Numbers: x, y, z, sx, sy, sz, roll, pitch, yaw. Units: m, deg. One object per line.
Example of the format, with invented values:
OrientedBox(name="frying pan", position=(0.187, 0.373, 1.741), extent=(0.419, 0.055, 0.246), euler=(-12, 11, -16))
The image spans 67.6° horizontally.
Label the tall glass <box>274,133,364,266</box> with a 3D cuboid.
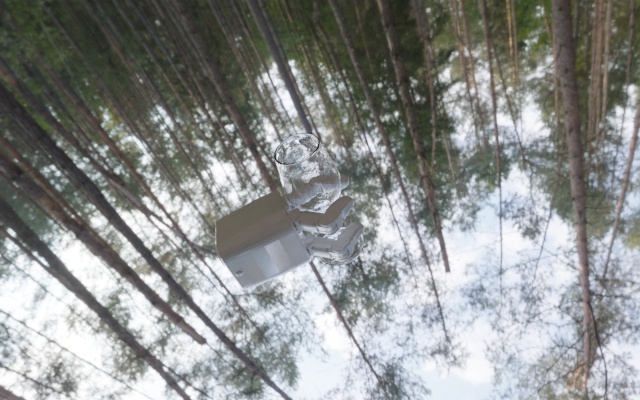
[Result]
OrientedBox(name="tall glass", position=(0.000, 0.003, 0.668), extent=(0.079, 0.079, 0.201), euler=(0, -44, 25))
